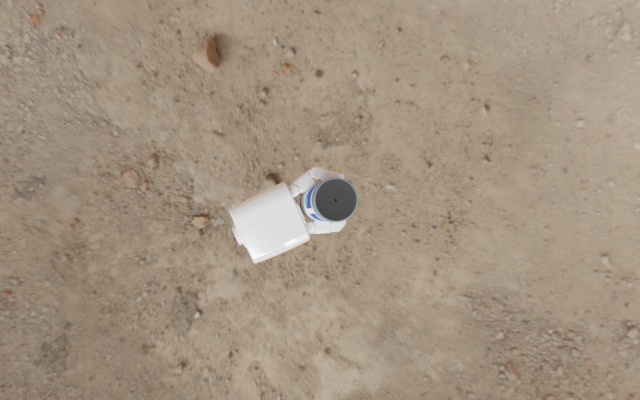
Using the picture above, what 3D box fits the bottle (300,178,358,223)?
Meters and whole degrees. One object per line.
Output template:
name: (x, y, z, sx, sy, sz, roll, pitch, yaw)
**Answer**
bottle: (0.000, 0.003, 0.845, 0.069, 0.069, 0.296, 0, -1, -9)
